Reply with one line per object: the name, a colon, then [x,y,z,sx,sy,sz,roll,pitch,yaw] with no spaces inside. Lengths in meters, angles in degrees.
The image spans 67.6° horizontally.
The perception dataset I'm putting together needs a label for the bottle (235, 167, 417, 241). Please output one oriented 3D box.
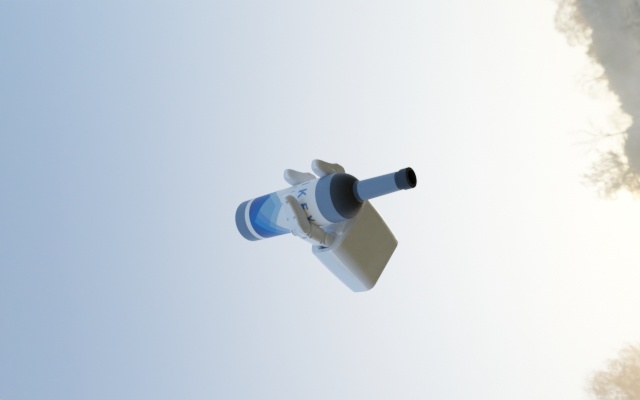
bottle: [0.000,0.002,0.674,0.296,0.069,0.069,-15,-10,38]
